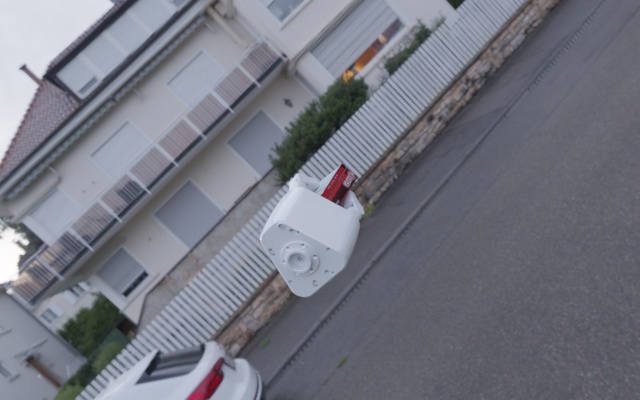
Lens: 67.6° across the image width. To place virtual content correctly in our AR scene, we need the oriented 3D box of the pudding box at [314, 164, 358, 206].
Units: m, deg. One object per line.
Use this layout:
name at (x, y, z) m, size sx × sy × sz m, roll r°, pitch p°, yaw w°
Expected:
pudding box at (0.000, 0.002, 0.753) m, size 0.113 × 0.039 × 0.090 m, roll -34°, pitch 17°, yaw 52°
